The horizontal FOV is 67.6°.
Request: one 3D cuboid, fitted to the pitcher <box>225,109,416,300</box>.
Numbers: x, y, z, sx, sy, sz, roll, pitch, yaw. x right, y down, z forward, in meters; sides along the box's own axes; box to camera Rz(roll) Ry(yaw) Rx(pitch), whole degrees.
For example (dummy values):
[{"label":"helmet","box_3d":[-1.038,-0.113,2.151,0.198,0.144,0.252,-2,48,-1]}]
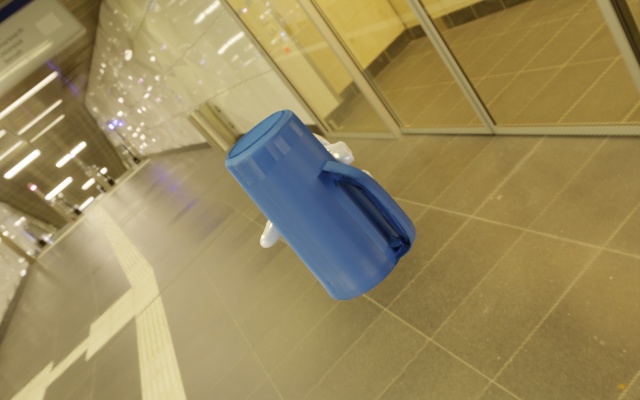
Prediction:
[{"label":"pitcher","box_3d":[0.000,0.002,0.620,0.149,0.243,0.145,-39,21,4]}]
